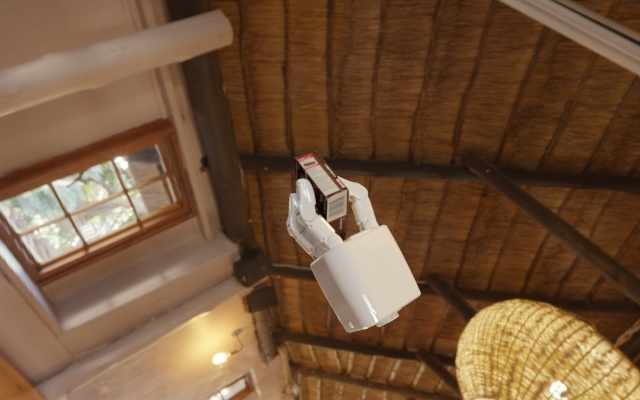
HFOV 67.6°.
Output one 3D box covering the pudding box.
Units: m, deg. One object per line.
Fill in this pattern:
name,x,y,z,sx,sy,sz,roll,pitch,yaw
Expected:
pudding box,0.000,0.002,0.664,0.039,0.114,0.090,-21,50,-22
